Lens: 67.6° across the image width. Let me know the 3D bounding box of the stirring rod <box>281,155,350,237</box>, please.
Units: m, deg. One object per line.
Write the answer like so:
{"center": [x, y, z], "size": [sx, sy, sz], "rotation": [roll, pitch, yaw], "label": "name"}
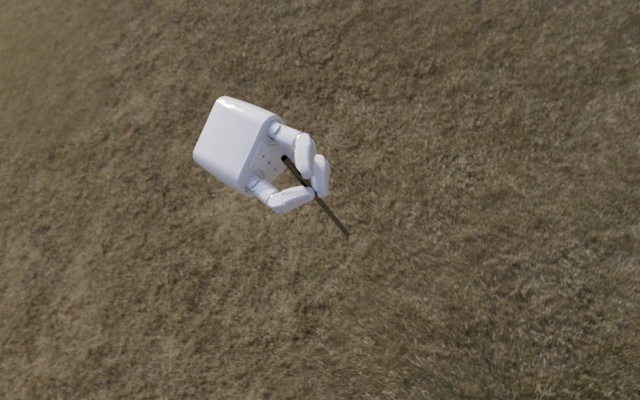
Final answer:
{"center": [0.000, 0.002, 0.647], "size": [0.011, 0.011, 0.240], "rotation": [0, -25, 23], "label": "stirring rod"}
